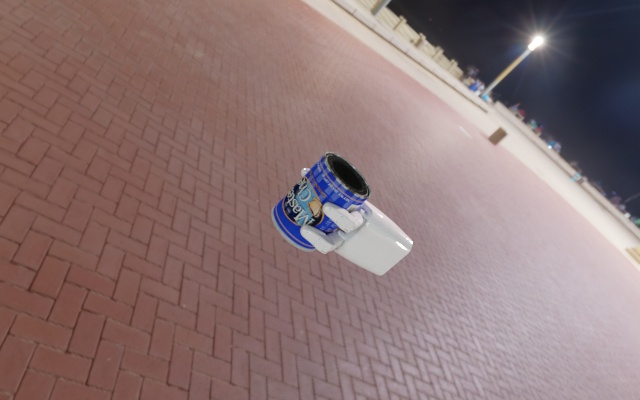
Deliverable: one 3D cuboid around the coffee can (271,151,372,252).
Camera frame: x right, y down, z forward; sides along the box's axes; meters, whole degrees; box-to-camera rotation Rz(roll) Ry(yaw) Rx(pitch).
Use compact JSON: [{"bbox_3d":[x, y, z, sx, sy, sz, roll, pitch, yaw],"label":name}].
[{"bbox_3d":[0.000,0.003,0.796,0.140,0.102,0.103,-45,-22,23],"label":"coffee can"}]
